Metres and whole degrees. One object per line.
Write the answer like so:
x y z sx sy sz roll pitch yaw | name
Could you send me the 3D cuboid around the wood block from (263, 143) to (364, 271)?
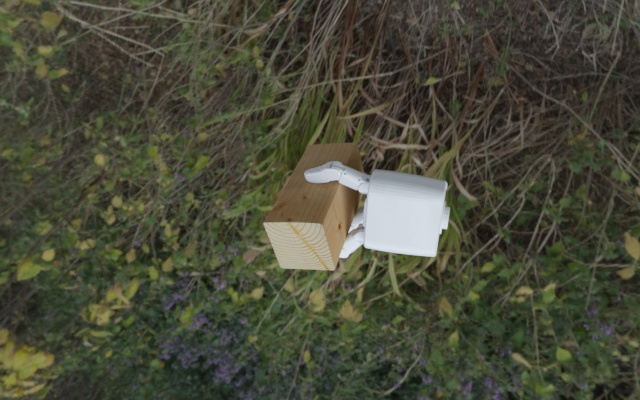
0.000 0.002 0.745 0.090 0.091 0.206 0 37 21 | wood block
